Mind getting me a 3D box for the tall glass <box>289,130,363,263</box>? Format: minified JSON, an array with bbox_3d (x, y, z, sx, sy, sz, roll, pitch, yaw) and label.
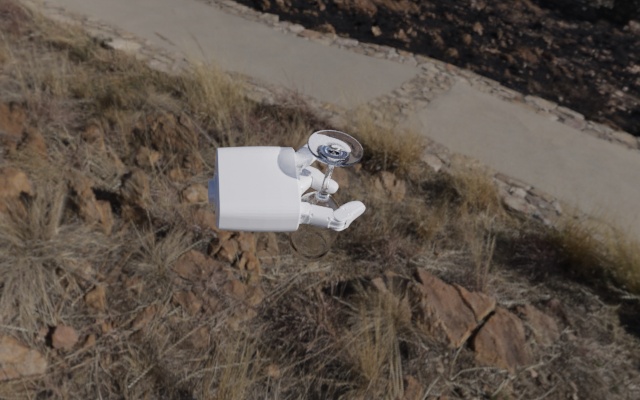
[{"bbox_3d":[0.000,0.002,0.684,0.079,0.201,0.079,8,42,-7],"label":"tall glass"}]
